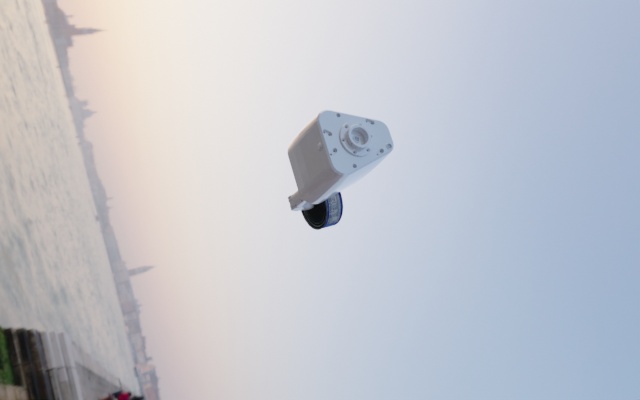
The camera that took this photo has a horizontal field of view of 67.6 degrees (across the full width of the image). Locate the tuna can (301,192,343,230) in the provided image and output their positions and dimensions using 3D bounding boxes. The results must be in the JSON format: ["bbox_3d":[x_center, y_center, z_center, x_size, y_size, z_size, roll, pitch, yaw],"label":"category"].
[{"bbox_3d":[0.001,0.002,0.776,0.034,0.086,0.086,-13,7,-30],"label":"tuna can"}]
